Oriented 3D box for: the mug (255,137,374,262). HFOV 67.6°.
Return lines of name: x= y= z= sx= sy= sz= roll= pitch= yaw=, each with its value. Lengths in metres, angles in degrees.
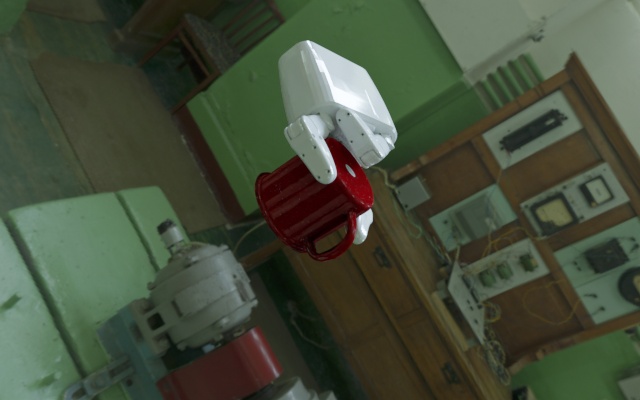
mug: x=0.001 y=0.003 z=0.456 sx=0.081 sy=0.117 sz=0.093 roll=-32 pitch=-38 yaw=22
